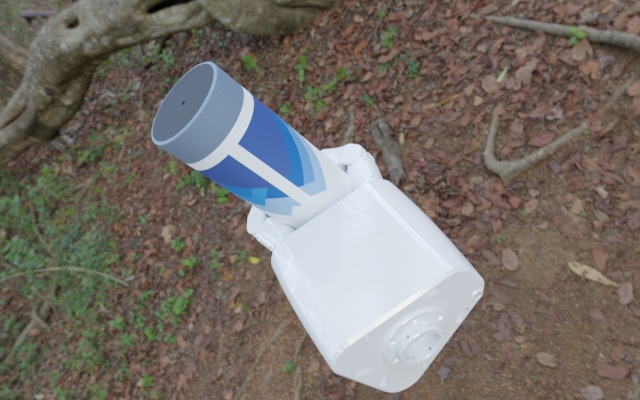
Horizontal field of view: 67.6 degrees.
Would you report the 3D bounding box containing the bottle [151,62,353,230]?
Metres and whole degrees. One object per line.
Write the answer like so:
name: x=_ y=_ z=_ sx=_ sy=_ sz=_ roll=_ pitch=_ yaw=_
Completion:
bottle: x=0.000 y=0.001 z=0.410 sx=0.069 sy=0.069 sz=0.296 roll=0 pitch=-27 yaw=44
